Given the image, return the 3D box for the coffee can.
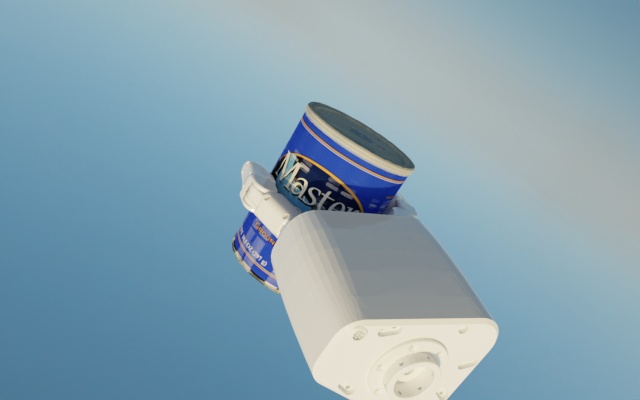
[{"bbox_3d":[0.000,0.001,0.415,0.103,0.140,0.102,28,19,-11],"label":"coffee can"}]
